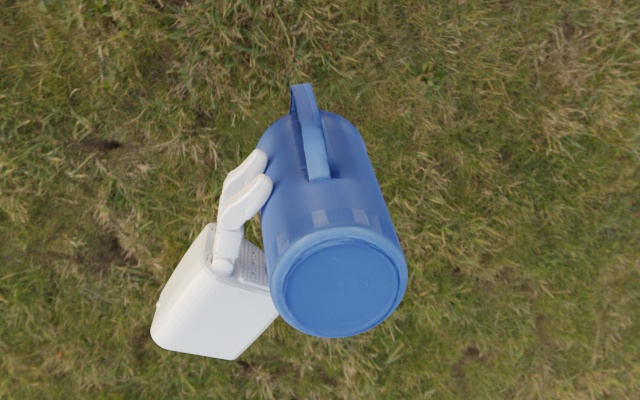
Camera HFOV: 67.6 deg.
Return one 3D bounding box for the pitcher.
[{"bbox_3d":[0.000,0.002,0.458,0.149,0.145,0.242,34,19,-23],"label":"pitcher"}]
